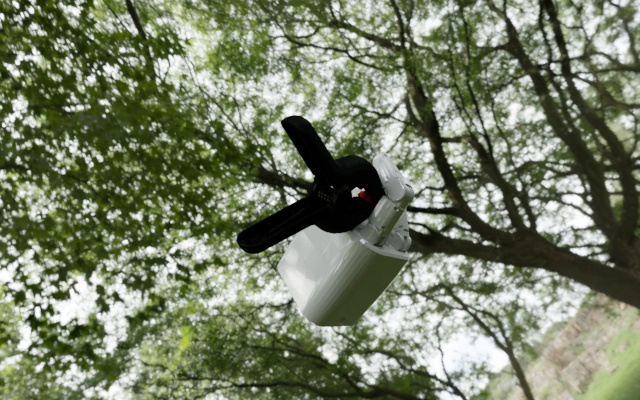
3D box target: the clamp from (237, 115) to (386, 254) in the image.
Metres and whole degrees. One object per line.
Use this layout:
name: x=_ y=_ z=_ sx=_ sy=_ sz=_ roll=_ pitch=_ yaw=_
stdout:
clamp: x=0.000 y=0.001 z=0.437 sx=0.171 sy=0.120 sz=0.039 roll=19 pitch=18 yaw=-50
